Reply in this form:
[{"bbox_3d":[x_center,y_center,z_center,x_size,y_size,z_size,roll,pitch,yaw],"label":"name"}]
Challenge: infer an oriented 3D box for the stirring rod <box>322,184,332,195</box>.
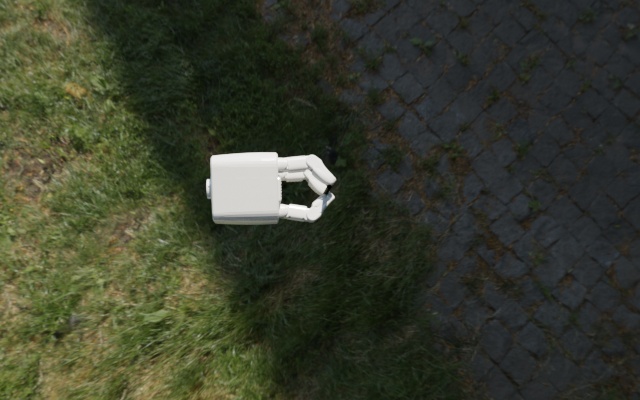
[{"bbox_3d":[0.000,0.003,0.868,0.011,0.011,0.239,0,-12,-7],"label":"stirring rod"}]
